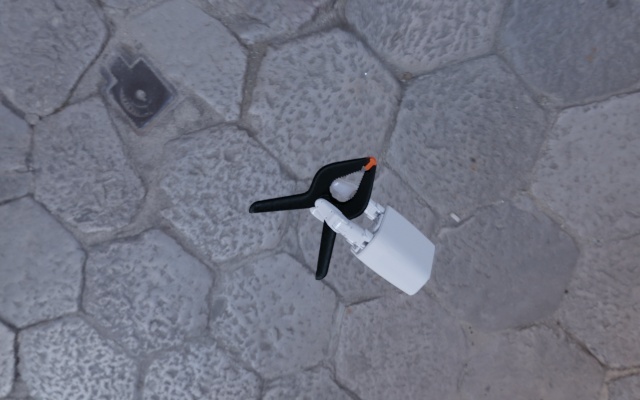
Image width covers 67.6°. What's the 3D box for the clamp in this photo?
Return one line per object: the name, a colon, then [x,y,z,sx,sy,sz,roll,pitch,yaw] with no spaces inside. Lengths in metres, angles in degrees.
clamp: [0.001,0.002,0.740,0.164,0.210,0.036,39,15,-3]
